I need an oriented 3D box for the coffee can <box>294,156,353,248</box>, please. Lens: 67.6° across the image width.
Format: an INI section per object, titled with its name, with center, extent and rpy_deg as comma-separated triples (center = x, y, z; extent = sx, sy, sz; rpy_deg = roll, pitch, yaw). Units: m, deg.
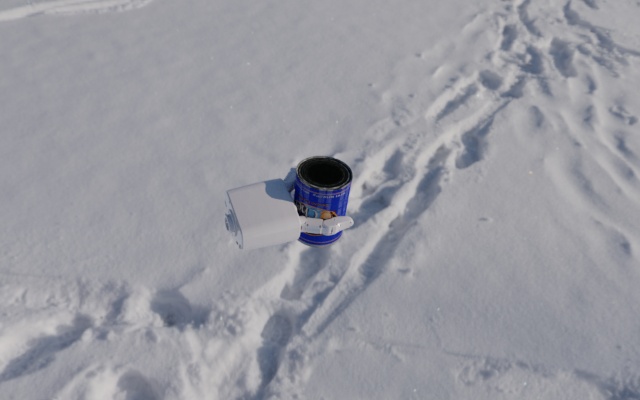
[coffee can]
center = 0.000, 0.003, 0.889
extent = 0.103, 0.140, 0.102
rpy_deg = 5, 39, -4
